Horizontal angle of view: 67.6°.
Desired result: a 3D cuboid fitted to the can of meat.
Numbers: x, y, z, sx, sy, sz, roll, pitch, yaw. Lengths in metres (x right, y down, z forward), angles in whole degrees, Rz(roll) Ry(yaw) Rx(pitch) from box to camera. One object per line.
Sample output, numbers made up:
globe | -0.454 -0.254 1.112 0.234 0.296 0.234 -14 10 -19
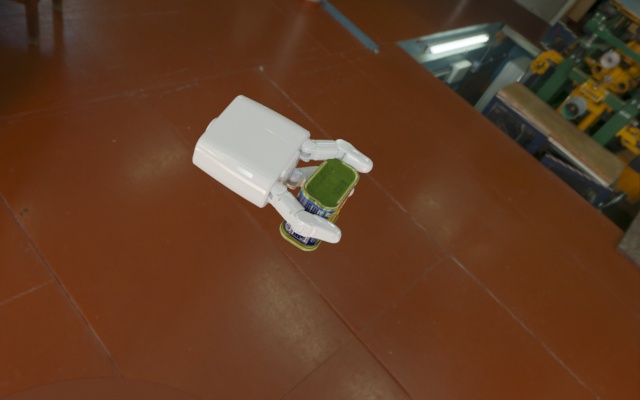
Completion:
can of meat | 0.000 0.002 0.625 0.057 0.084 0.102 33 43 5
